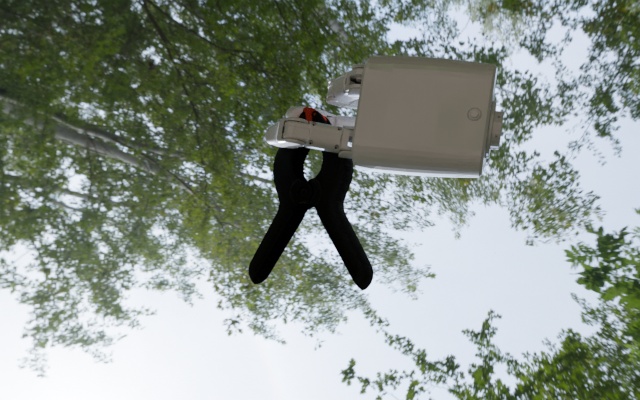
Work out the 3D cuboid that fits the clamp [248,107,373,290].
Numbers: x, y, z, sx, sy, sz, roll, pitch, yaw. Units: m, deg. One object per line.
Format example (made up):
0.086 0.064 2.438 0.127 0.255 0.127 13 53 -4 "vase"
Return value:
0.000 0.001 0.437 0.120 0.171 0.039 8 -3 19 "clamp"
